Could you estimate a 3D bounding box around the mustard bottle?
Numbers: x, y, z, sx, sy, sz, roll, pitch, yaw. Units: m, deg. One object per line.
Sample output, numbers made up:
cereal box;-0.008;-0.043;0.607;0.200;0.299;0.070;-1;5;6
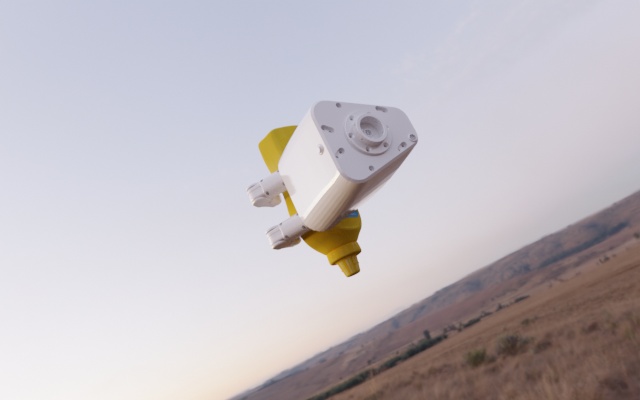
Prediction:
mustard bottle;0.000;0.002;0.576;0.058;0.191;0.096;-37;-21;34
